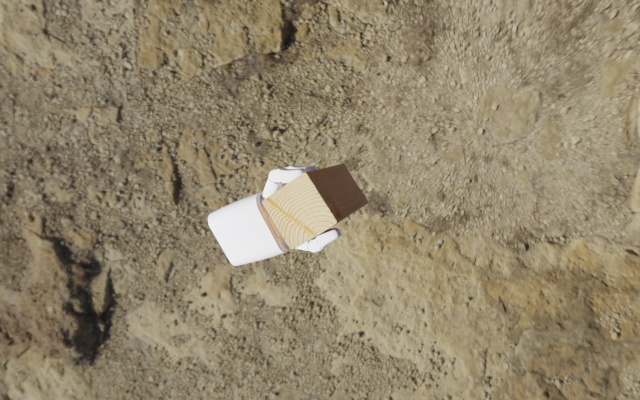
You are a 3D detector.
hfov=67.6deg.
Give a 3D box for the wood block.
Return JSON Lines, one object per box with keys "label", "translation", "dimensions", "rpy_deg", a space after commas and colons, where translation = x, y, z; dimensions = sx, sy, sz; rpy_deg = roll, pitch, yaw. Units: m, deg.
{"label": "wood block", "translation": [0.000, 0.003, 0.807], "dimensions": [0.090, 0.091, 0.206], "rpy_deg": [-32, -3, 20]}
